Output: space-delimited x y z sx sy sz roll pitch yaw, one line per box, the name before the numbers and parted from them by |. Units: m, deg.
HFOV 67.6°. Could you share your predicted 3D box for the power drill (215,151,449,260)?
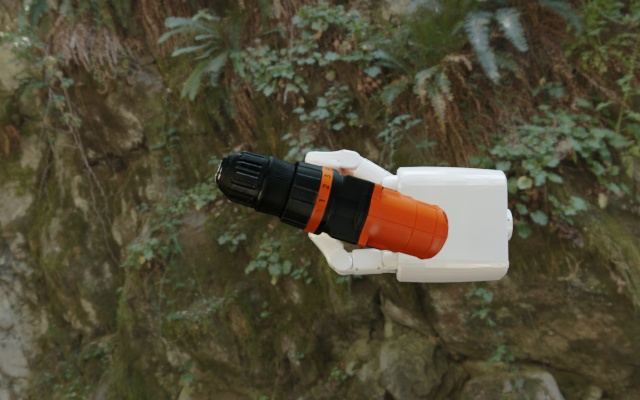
power drill | 0.000 0.001 0.435 0.184 0.057 0.187 18 1 -9
